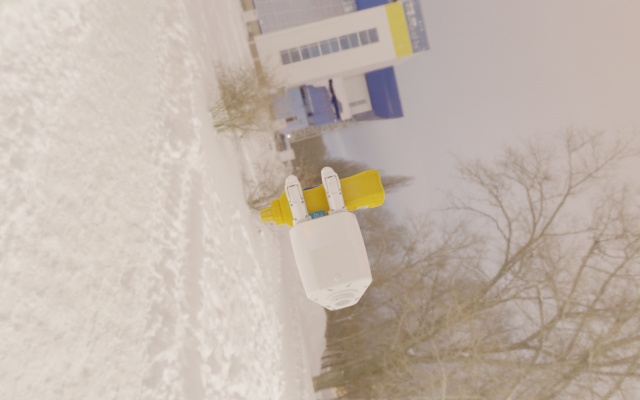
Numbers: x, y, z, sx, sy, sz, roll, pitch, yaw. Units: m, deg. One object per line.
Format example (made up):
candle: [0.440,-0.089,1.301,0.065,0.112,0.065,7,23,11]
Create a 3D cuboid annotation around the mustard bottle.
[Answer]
mustard bottle: [0.000,0.002,0.749,0.191,0.058,0.096,-14,-5,-2]
